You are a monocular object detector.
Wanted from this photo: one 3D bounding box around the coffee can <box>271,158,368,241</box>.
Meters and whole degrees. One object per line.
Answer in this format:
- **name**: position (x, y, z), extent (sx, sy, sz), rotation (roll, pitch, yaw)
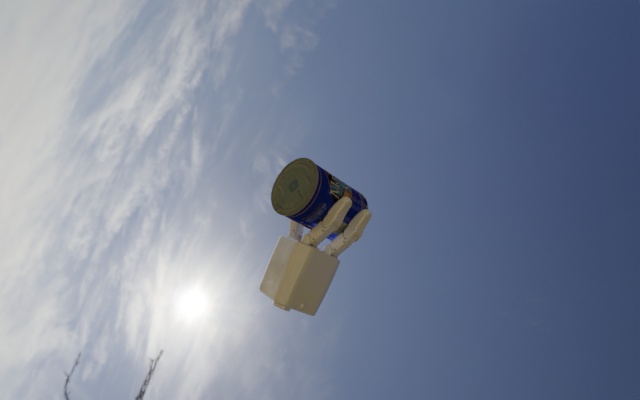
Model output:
- **coffee can**: position (0.000, 0.002, 0.822), extent (0.103, 0.102, 0.140), rotation (0, -23, 45)
